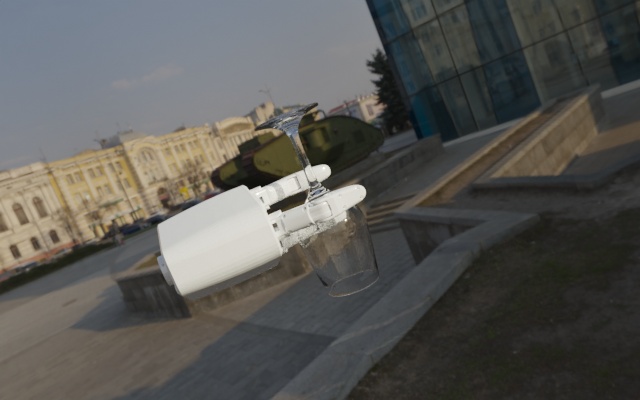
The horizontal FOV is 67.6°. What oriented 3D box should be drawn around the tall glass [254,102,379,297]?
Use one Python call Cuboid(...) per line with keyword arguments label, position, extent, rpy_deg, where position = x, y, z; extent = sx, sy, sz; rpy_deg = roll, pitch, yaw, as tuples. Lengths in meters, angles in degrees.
Cuboid(label="tall glass", position=(0.000, 0.001, 0.521), extent=(0.079, 0.201, 0.079), rpy_deg=(-22, 7, 3))
